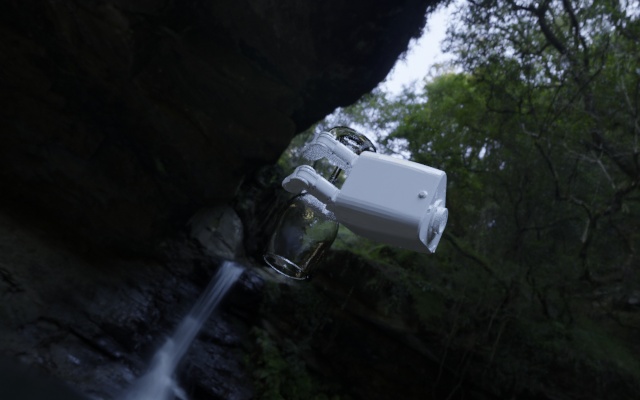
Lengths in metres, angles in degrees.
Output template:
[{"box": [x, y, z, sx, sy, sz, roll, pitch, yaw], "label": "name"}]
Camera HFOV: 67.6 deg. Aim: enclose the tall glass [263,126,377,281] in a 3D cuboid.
[{"box": [0.000, 0.001, 0.619, 0.079, 0.201, 0.079, 24, -25, 12], "label": "tall glass"}]
